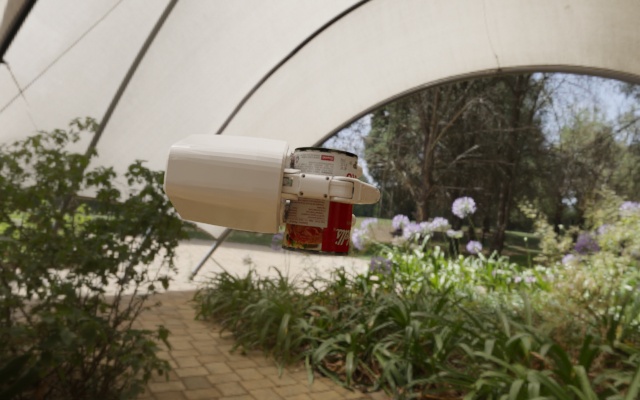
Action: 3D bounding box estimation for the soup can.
[{"bbox_3d":[0.001,0.001,0.484,0.068,0.102,0.068,6,-2,0],"label":"soup can"}]
